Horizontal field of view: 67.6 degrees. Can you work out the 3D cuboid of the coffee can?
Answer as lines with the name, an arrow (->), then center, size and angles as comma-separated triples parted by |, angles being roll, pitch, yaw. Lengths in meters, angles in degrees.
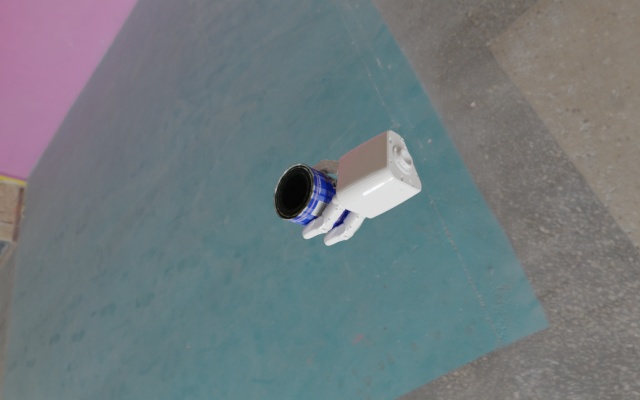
coffee can -> 0.000, 0.003, 0.867 | 0.103, 0.102, 0.140 | 0, -16, 46
